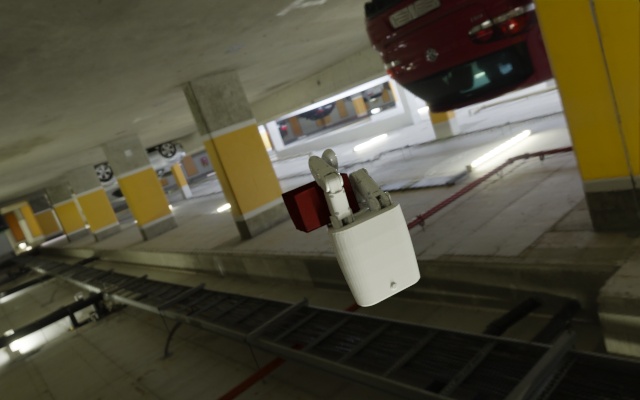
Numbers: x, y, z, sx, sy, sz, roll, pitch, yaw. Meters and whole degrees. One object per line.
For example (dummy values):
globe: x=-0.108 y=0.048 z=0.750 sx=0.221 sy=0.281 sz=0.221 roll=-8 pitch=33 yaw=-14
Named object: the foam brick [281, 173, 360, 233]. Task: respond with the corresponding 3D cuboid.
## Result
foam brick: x=0.000 y=0.002 z=0.606 sx=0.078 sy=0.051 sz=0.053 roll=-23 pitch=11 yaw=-17
